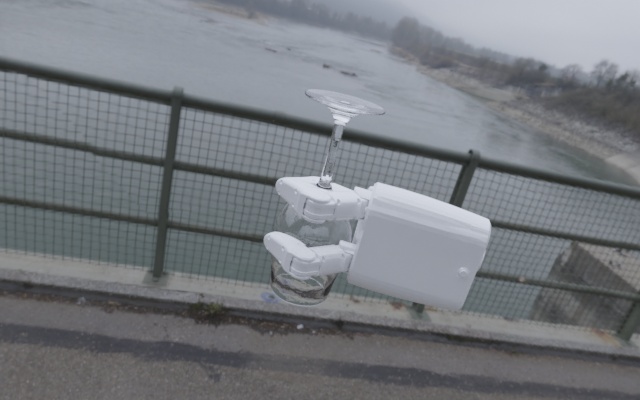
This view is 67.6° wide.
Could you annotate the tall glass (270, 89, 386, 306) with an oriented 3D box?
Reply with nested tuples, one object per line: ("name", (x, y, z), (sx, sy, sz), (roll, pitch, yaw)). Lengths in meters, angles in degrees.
("tall glass", (0.000, 0.001, 0.460), (0.079, 0.201, 0.079), (12, 21, -5))
